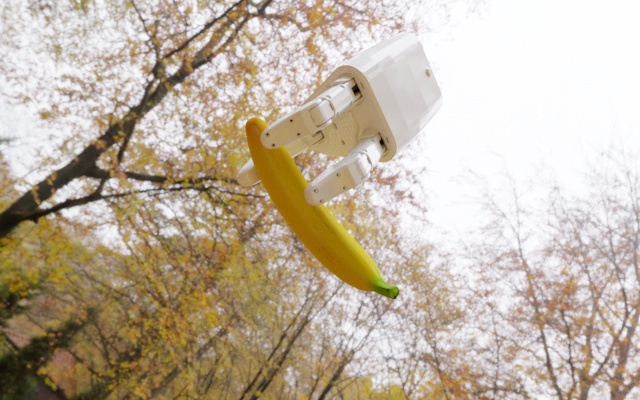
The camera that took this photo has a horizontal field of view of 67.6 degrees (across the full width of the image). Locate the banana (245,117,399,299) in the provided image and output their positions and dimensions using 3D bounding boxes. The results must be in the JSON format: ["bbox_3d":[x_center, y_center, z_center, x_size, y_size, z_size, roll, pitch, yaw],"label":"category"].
[{"bbox_3d":[-0.005,0.012,0.434,0.037,0.198,0.070,-39,-4,-34],"label":"banana"}]
